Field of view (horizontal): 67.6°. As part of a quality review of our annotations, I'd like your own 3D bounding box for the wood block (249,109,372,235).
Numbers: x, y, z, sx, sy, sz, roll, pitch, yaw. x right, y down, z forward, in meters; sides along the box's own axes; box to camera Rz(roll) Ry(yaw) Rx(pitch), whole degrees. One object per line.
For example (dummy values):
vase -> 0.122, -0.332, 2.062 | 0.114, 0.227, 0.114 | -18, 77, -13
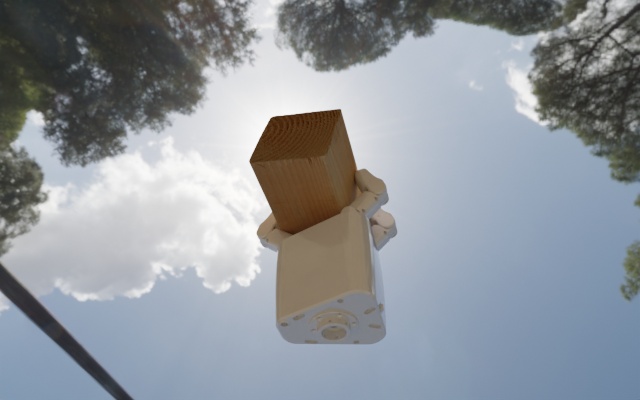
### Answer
wood block -> 0.000, 0.002, 0.586 | 0.091, 0.206, 0.090 | -3, 43, 19
